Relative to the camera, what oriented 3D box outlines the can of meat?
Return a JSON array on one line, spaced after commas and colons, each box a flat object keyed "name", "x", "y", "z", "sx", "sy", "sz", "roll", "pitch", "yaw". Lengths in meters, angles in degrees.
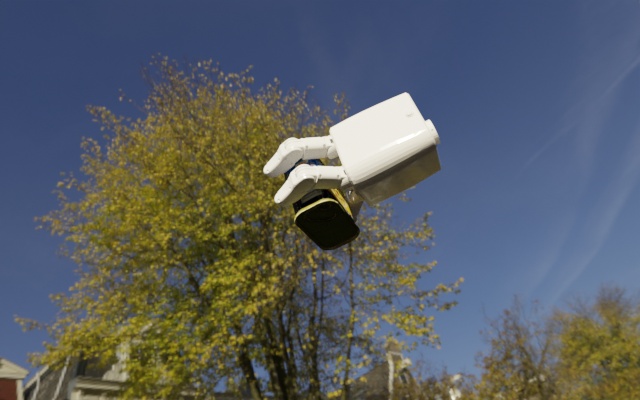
[{"name": "can of meat", "x": 0.000, "y": 0.002, "z": 0.610, "sx": 0.057, "sy": 0.084, "sz": 0.102, "roll": -28, "pitch": -39, "yaw": 12}]
